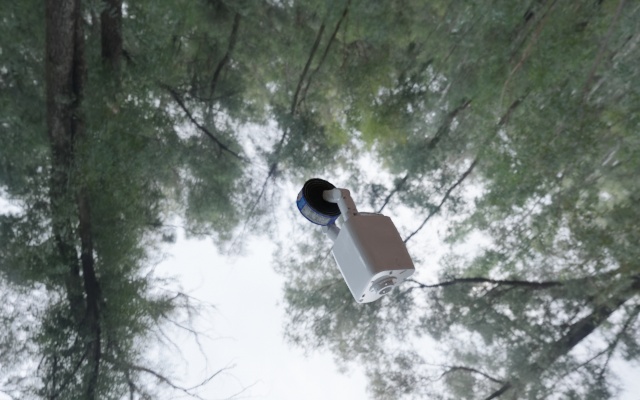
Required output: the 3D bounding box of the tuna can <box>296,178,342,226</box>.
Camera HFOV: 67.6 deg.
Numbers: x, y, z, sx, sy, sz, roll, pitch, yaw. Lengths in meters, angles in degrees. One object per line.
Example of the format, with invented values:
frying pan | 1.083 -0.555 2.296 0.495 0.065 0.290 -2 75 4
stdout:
tuna can | 0.000 0.003 0.857 0.086 0.086 0.034 0 -37 -34
